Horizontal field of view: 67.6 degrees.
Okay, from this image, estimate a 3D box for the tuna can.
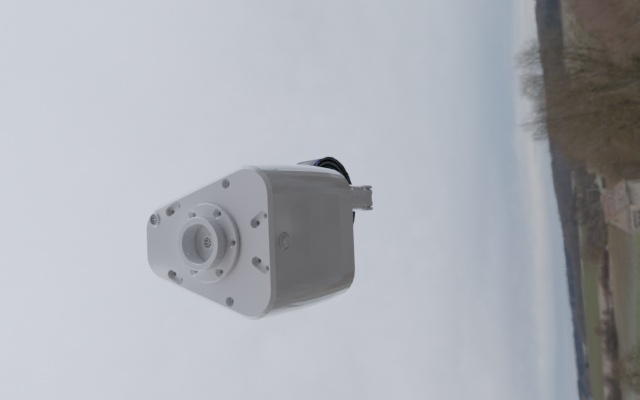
[{"bbox_3d":[0.000,0.002,0.470,0.034,0.086,0.086,-7,-3,31],"label":"tuna can"}]
